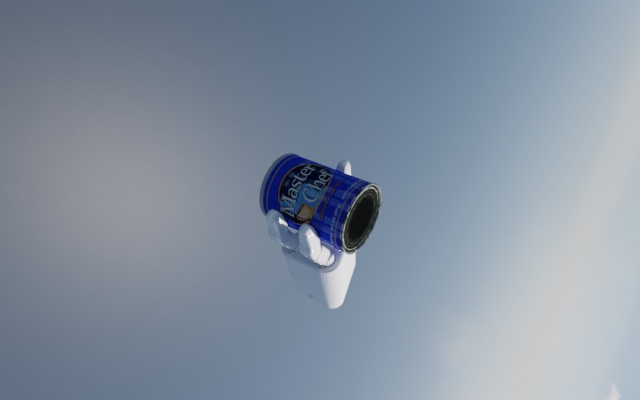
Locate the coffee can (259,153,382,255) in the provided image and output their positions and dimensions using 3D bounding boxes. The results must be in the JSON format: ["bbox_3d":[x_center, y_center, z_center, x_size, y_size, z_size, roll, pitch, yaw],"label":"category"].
[{"bbox_3d":[0.000,0.002,0.672,0.140,0.103,0.103,22,11,28],"label":"coffee can"}]
